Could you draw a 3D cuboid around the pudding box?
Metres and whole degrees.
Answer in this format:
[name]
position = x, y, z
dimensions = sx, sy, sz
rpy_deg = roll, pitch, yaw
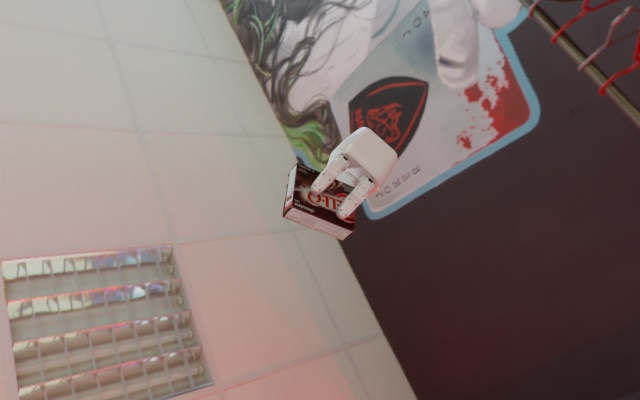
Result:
[pudding box]
position = 0.000, 0.003, 0.750
dimensions = 0.113, 0.090, 0.039
rpy_deg = 21, -43, -20
